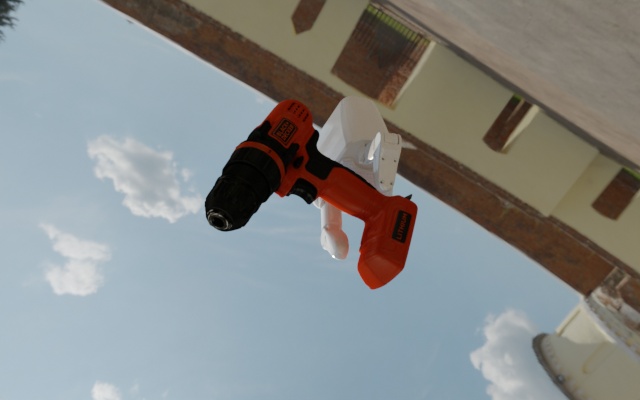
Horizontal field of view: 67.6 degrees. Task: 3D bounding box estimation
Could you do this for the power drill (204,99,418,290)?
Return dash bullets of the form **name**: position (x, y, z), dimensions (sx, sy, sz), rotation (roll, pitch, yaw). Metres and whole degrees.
- **power drill**: position (0.000, 0.002, 0.456), dimensions (0.188, 0.184, 0.057), rotation (38, -47, -10)
